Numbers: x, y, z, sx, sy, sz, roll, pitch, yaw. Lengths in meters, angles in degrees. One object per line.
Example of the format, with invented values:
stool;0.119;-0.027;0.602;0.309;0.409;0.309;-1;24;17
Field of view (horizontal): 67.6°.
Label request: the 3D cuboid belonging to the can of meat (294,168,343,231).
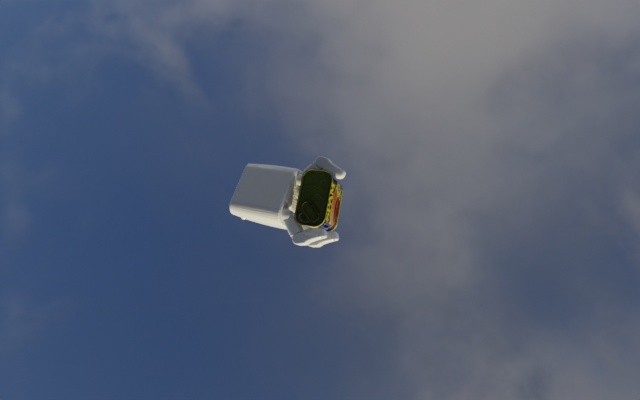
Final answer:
can of meat;0.000;0.003;0.859;0.057;0.102;0.084;8;-9;20
